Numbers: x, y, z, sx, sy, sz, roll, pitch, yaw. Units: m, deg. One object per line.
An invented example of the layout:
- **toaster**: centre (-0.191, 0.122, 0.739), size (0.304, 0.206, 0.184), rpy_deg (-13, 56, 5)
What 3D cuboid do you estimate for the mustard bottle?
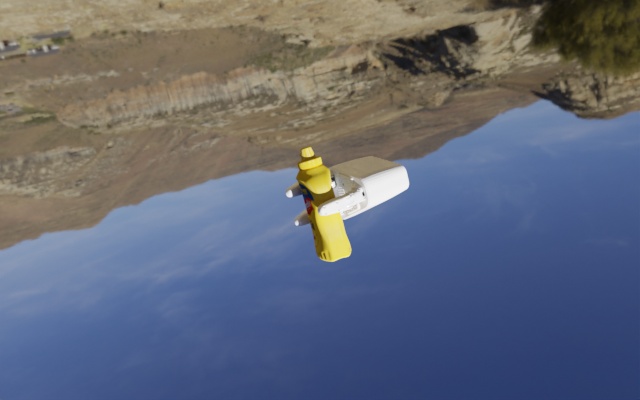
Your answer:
- **mustard bottle**: centre (0.000, 0.003, 0.815), size (0.058, 0.191, 0.096), rpy_deg (-17, 10, -10)
